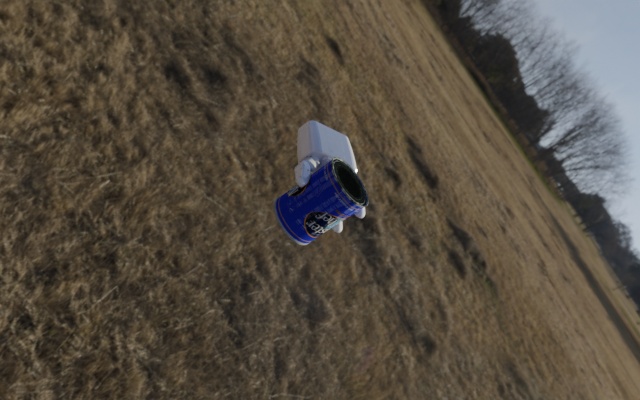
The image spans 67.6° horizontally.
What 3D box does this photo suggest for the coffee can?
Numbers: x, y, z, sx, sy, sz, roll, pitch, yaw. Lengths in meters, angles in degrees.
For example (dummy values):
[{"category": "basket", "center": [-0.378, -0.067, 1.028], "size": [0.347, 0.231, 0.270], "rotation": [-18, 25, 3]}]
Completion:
[{"category": "coffee can", "center": [0.000, 0.003, 0.859], "size": [0.140, 0.102, 0.103], "rotation": [-34, -15, 24]}]
